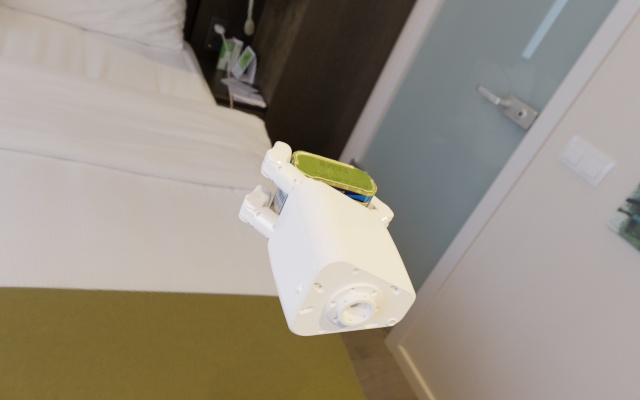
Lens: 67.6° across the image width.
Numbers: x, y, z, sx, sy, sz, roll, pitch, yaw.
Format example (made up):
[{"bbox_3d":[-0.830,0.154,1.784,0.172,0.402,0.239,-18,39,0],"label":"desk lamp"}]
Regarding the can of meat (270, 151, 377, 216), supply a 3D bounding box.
[{"bbox_3d":[0.000,0.001,0.524,0.102,0.084,0.057,14,31,-22],"label":"can of meat"}]
